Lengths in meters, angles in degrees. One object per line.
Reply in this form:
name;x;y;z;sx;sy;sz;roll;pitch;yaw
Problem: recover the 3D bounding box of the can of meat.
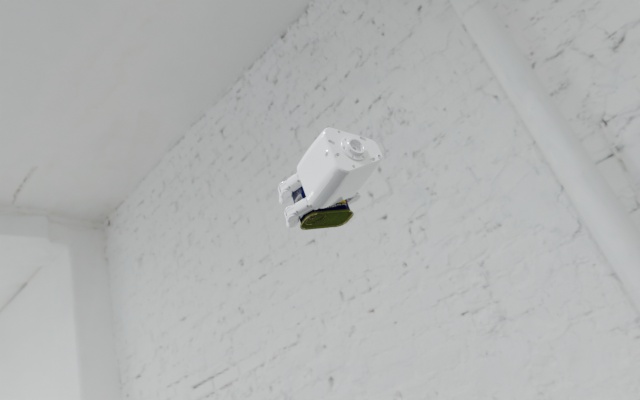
can of meat;0.000;0.003;0.898;0.102;0.084;0.057;-4;-30;-29
